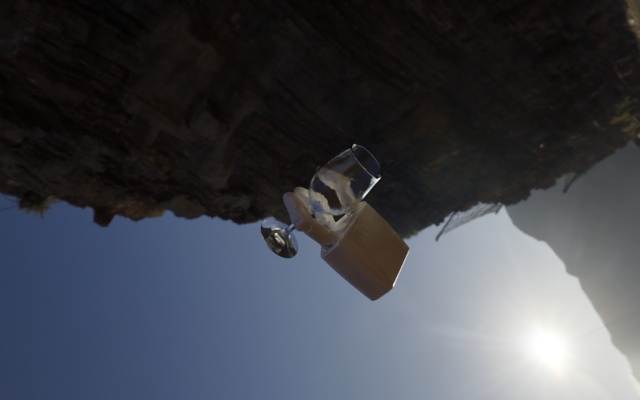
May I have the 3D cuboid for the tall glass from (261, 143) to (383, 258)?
[{"bbox_3d":[0.000,0.003,0.712,0.201,0.079,0.079,-42,-23,28],"label":"tall glass"}]
